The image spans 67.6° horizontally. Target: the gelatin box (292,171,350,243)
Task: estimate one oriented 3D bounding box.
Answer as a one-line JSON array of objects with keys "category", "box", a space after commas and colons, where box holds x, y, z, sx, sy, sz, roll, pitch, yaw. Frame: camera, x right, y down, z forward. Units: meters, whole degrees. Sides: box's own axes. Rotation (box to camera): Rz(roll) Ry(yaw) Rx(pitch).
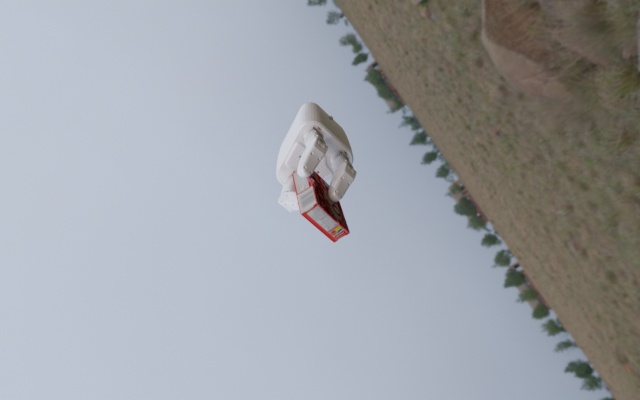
[{"category": "gelatin box", "box": [0.000, 0.003, 0.636, 0.030, 0.089, 0.073, -34, -52, 16]}]
